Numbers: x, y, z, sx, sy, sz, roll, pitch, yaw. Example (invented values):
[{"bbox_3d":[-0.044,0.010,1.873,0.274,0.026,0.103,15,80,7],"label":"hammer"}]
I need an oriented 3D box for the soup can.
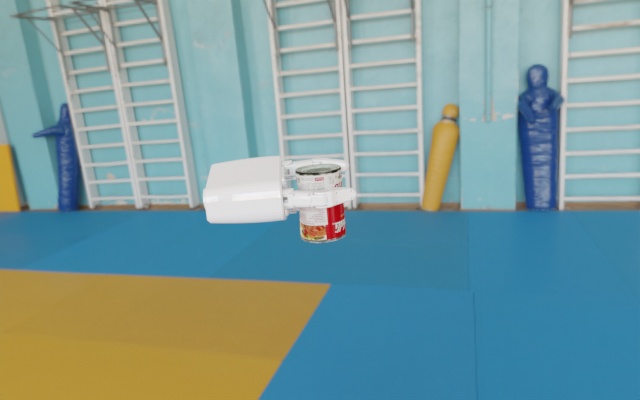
[{"bbox_3d":[0.001,0.002,0.692,0.068,0.102,0.068,-4,15,1],"label":"soup can"}]
